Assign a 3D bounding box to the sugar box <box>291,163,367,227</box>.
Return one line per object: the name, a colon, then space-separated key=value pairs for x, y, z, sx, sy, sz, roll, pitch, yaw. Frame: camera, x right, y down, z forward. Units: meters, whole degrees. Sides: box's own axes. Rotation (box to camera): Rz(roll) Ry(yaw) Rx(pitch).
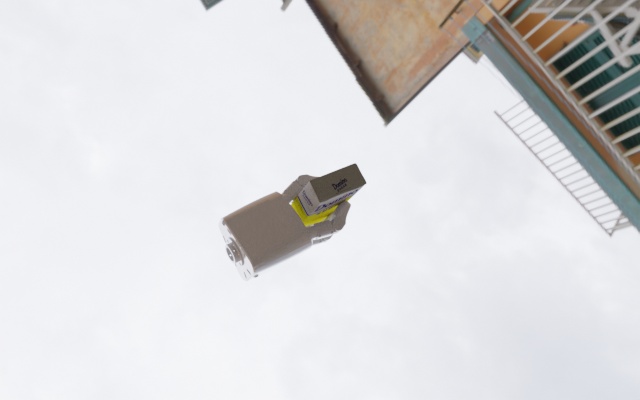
sugar box: x=0.000 y=0.003 z=0.815 sx=0.093 sy=0.048 sz=0.176 roll=-22 pitch=-9 yaw=-26
